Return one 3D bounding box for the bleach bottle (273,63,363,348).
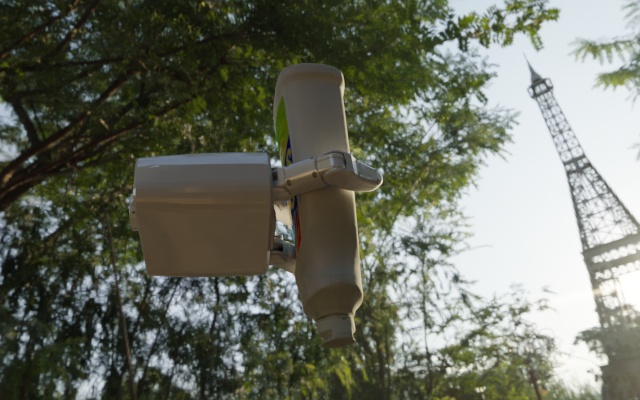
[{"bbox_3d":[0.000,0.001,0.433,0.068,0.250,0.103,-1,-30,-12],"label":"bleach bottle"}]
